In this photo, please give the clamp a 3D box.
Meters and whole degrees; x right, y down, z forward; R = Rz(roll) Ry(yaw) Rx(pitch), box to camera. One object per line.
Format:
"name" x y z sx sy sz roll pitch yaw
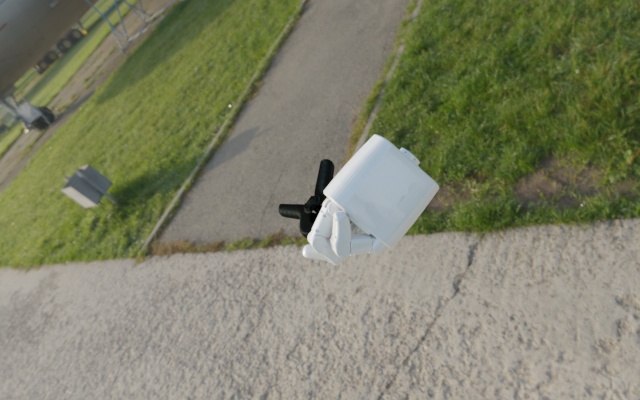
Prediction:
"clamp" 0.000 0.002 0.721 0.039 0.120 0.171 31 6 -32
